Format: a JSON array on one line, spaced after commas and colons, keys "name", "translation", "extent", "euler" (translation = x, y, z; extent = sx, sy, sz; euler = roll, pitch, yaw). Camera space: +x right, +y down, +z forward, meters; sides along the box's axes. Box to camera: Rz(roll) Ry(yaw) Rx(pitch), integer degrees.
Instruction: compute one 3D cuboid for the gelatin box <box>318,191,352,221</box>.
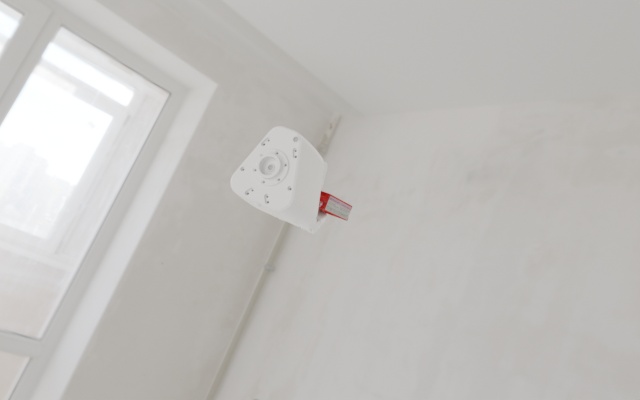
[{"name": "gelatin box", "translation": [0.000, 0.002, 0.781], "extent": [0.073, 0.030, 0.089], "euler": [20, -3, 31]}]
